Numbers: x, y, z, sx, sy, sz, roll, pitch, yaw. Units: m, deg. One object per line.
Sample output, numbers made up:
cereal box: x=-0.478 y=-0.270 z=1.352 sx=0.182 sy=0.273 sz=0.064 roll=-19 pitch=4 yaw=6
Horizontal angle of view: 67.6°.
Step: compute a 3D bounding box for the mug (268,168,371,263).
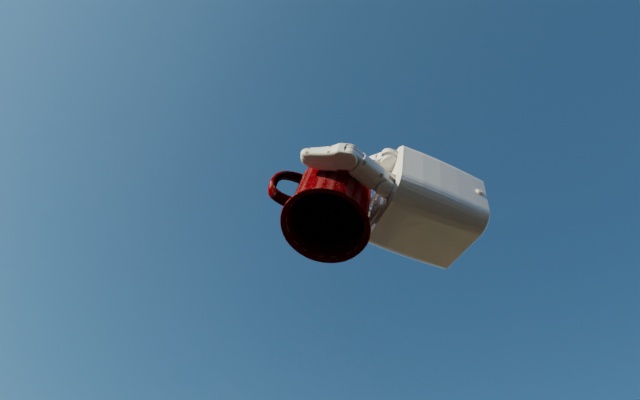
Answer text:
mug: x=-0.001 y=0.001 z=0.513 sx=0.117 sy=0.093 sz=0.081 roll=22 pitch=34 yaw=-2
